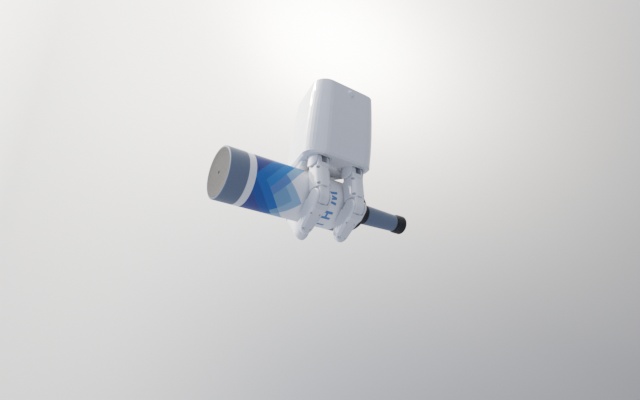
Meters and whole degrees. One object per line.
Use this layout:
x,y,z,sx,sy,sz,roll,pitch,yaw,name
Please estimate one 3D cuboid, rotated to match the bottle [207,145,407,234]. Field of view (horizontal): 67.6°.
0.000,0.002,0.635,0.296,0.069,0.069,16,-9,-32,bottle
